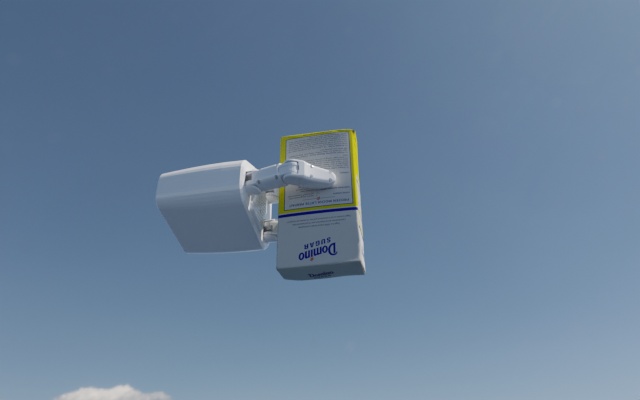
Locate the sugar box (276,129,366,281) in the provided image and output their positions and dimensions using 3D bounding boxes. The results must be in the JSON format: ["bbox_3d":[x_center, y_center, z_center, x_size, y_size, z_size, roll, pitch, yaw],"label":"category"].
[{"bbox_3d":[0.000,0.002,0.552,0.093,0.176,0.048,-6,-29,10],"label":"sugar box"}]
